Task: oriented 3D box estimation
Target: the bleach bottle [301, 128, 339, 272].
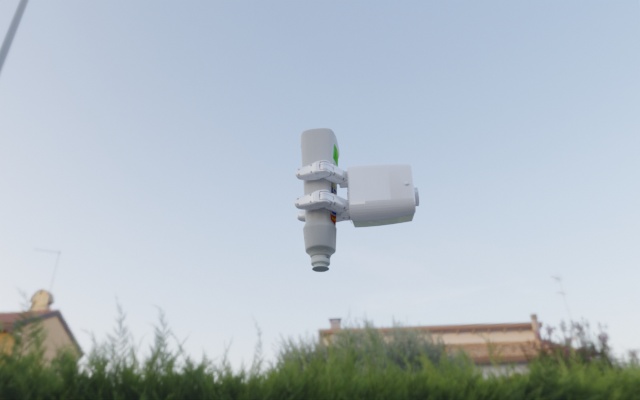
[{"bbox_3d":[0.000,0.003,0.823,0.068,0.250,0.103,-4,-28,7],"label":"bleach bottle"}]
